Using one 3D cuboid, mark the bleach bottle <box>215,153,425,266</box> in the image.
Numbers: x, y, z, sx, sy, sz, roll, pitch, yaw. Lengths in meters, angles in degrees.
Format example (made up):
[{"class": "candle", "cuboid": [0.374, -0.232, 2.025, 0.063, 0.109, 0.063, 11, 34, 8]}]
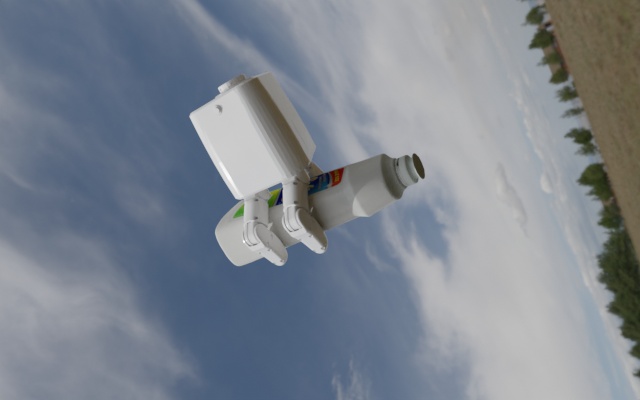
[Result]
[{"class": "bleach bottle", "cuboid": [0.000, 0.002, 0.547, 0.251, 0.068, 0.102, -22, 16, 29]}]
